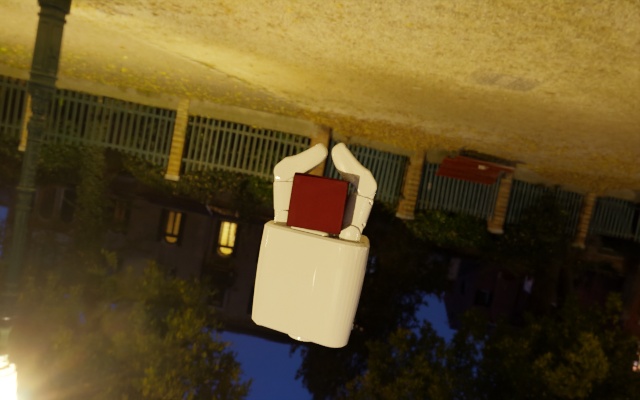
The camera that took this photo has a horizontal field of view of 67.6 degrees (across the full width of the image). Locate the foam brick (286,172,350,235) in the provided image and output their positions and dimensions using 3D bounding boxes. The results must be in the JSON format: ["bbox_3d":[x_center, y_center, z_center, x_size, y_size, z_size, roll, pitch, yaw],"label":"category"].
[{"bbox_3d":[0.000,0.001,0.475,0.053,0.051,0.078,10,3,4],"label":"foam brick"}]
